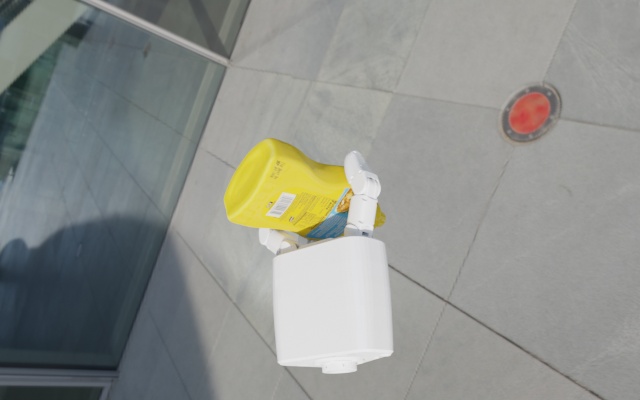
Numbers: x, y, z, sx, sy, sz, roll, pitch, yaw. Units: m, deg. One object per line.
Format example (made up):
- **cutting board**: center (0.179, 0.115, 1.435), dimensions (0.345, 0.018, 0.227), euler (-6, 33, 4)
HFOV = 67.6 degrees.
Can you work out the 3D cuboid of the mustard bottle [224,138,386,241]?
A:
- **mustard bottle**: center (0.000, 0.001, 0.521), dimensions (0.192, 0.096, 0.058), euler (17, 34, -36)
